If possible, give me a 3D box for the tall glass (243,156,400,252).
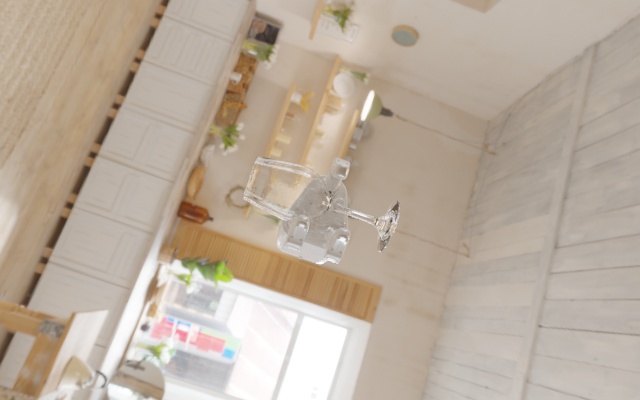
[{"bbox_3d":[0.001,0.002,0.645,0.201,0.079,0.079,20,-2,-5],"label":"tall glass"}]
